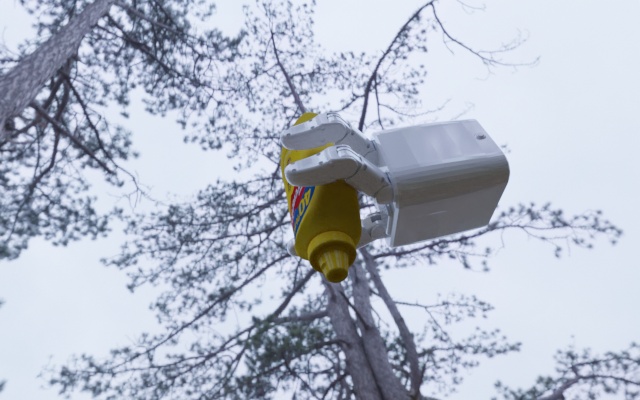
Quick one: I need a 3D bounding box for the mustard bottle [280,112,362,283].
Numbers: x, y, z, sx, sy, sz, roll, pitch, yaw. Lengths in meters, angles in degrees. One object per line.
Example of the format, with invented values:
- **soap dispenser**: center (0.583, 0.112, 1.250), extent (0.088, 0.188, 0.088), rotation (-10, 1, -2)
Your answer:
- **mustard bottle**: center (0.000, 0.001, 0.456), extent (0.058, 0.096, 0.191), rotation (9, 36, -18)
